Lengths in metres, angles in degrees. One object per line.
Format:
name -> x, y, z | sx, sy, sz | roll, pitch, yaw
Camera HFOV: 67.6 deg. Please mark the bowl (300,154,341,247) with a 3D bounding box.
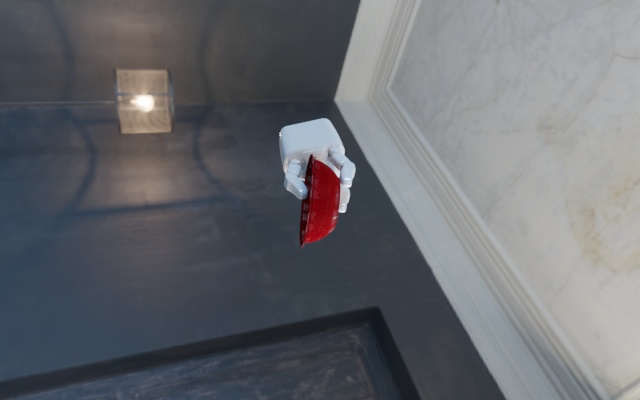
bowl -> 0.001, 0.004, 0.828 | 0.055, 0.162, 0.162 | 7, -1, -6
